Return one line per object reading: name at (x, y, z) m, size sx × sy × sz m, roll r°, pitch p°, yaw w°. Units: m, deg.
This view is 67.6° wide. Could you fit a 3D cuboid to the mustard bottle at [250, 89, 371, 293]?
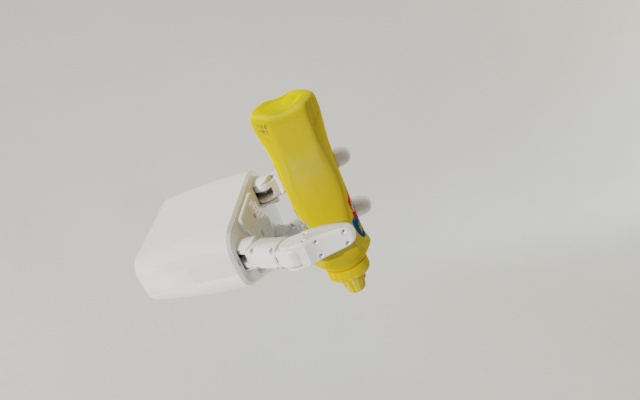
mustard bottle at (0.000, 0.001, 0.425) m, size 0.058 × 0.192 × 0.096 m, roll -23°, pitch 20°, yaw -2°
